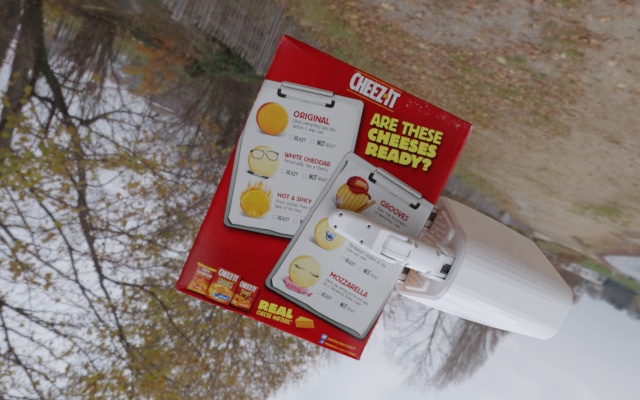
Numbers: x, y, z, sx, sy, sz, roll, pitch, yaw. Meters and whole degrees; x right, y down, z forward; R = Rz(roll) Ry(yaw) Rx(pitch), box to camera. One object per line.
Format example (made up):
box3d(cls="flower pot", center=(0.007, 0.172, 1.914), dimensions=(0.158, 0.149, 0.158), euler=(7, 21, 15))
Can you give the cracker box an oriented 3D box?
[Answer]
box3d(cls="cracker box", center=(0.000, 0.001, 0.400), dimensions=(0.164, 0.214, 0.072), euler=(24, 6, -8))
